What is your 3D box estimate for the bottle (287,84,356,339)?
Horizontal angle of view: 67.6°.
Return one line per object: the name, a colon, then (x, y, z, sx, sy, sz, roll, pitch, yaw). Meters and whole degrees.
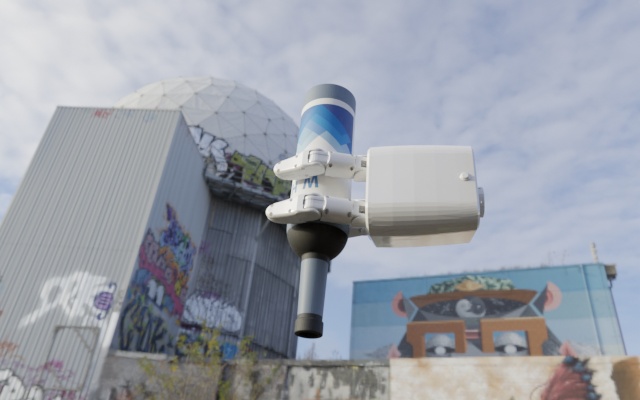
bottle: (0.000, 0.002, 0.527, 0.069, 0.295, 0.069, 4, -31, 2)
